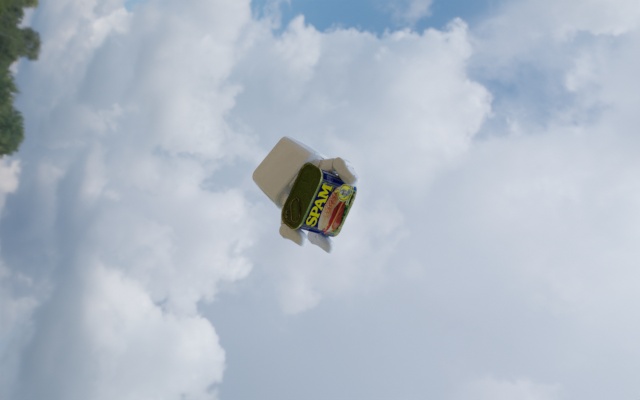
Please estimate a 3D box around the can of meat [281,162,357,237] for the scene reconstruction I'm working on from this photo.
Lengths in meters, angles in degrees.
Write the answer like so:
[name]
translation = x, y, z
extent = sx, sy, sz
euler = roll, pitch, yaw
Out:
[can of meat]
translation = 0.000, 0.002, 0.744
extent = 0.084, 0.102, 0.057
euler = 18, 11, -40
